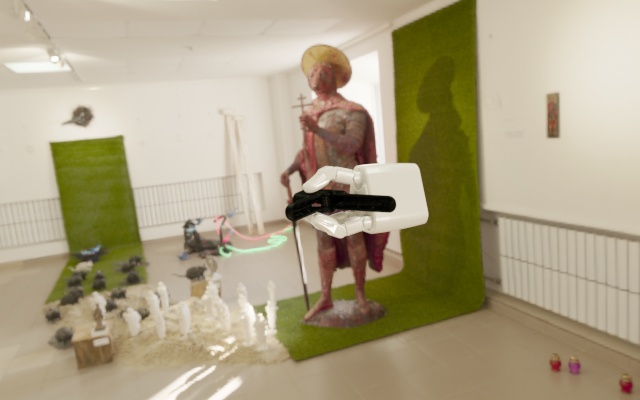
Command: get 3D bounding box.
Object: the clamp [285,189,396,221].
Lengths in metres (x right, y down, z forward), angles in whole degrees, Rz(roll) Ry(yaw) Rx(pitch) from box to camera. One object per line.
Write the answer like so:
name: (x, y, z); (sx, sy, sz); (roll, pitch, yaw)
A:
clamp: (0.000, 0.002, 0.761); (0.164, 0.036, 0.210); (-5, 7, -21)
